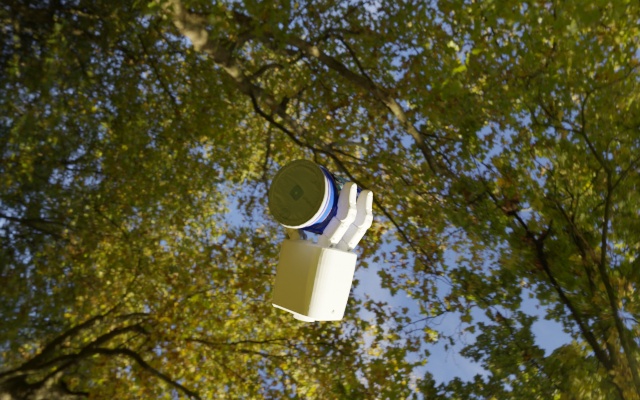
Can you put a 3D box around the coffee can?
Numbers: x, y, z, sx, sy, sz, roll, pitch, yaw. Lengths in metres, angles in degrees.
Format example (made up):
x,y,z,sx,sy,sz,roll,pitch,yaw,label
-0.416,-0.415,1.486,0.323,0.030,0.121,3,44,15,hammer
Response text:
x,y,z,sx,sy,sz,roll,pitch,yaw,label
0.000,0.002,0.754,0.103,0.103,0.140,0,-11,32,coffee can
